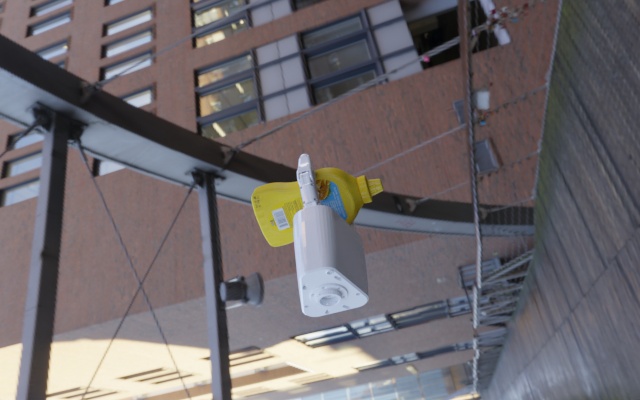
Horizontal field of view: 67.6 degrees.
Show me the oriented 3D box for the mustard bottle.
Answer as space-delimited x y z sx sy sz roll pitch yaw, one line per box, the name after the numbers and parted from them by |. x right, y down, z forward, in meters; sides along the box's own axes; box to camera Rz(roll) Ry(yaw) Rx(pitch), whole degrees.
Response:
0.000 0.002 0.719 0.191 0.096 0.058 -16 20 10 | mustard bottle
